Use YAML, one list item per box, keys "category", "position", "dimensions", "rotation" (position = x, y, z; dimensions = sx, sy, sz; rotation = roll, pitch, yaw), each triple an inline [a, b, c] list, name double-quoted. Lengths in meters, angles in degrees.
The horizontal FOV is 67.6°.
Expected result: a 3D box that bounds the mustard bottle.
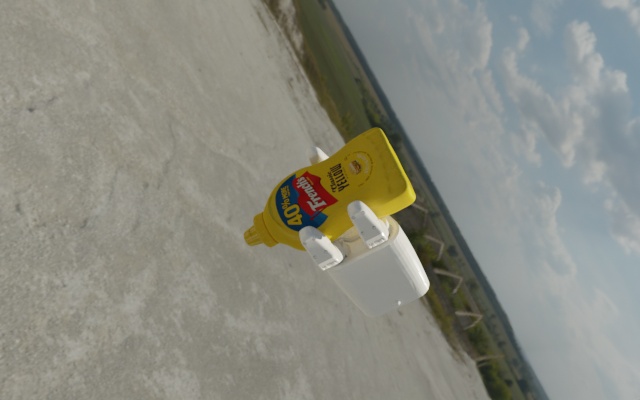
- category: "mustard bottle"
  position: [0.000, 0.001, 0.526]
  dimensions: [0.191, 0.096, 0.058]
  rotation: [-28, -35, 12]
